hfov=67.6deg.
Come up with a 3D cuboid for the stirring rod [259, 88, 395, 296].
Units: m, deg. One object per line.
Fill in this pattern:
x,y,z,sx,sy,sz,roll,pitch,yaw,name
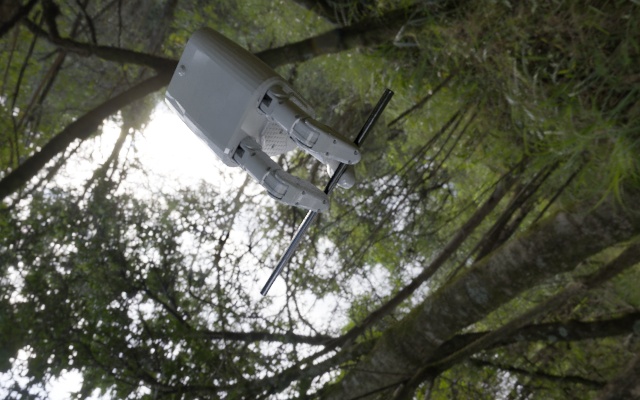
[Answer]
0.000,0.001,0.450,0.011,0.240,0.011,27,22,-12,stirring rod
